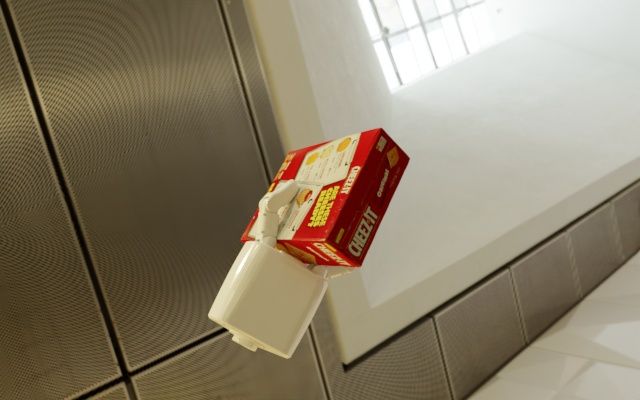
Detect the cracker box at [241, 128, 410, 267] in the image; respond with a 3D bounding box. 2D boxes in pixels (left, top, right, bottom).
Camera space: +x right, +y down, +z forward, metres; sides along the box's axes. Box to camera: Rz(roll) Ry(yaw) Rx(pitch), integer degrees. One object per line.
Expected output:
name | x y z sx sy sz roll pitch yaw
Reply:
cracker box | 0.000 0.002 0.647 0.072 0.164 0.214 39 -24 -27
